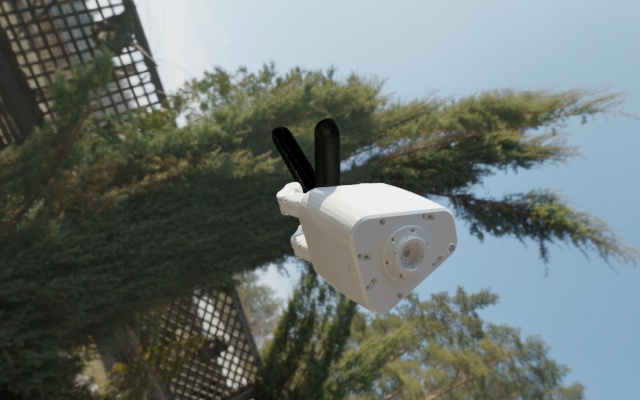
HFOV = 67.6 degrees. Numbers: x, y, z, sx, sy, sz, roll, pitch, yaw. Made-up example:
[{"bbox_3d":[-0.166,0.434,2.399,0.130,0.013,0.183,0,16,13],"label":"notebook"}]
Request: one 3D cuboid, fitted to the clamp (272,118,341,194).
[{"bbox_3d":[0.001,0.002,0.563,0.036,0.210,0.164,-22,20,-18],"label":"clamp"}]
